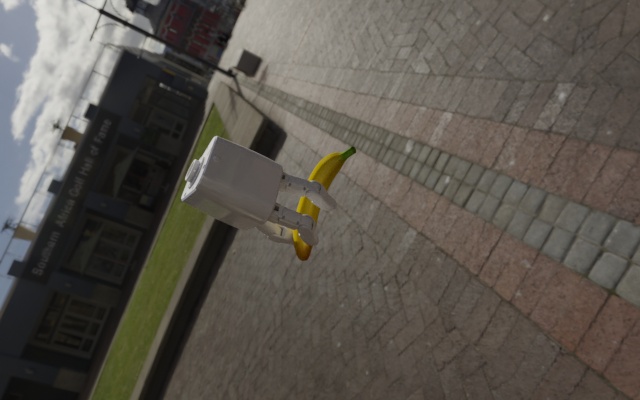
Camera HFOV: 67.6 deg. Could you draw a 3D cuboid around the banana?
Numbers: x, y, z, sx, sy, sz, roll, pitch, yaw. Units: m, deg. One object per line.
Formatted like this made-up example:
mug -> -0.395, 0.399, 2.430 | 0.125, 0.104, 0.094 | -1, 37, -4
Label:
banana -> -0.007, 0.000, 0.756 | 0.037, 0.197, 0.069 | 29, -14, -23
